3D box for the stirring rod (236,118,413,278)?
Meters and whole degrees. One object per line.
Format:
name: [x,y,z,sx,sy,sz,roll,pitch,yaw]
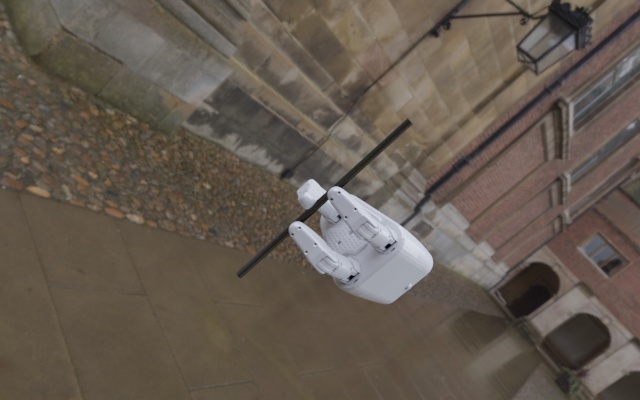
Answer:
stirring rod: [0.000,0.002,0.491,0.239,0.011,0.011,-42,-10,11]
